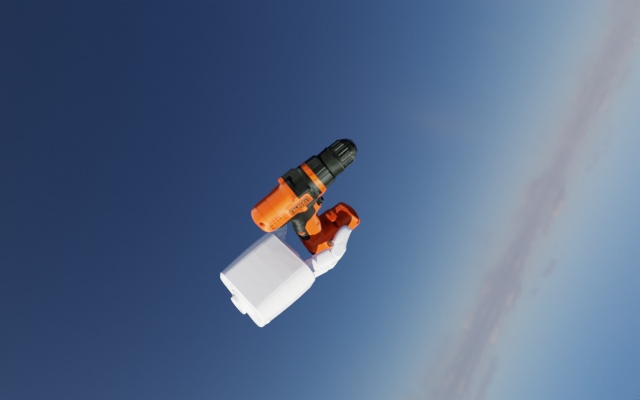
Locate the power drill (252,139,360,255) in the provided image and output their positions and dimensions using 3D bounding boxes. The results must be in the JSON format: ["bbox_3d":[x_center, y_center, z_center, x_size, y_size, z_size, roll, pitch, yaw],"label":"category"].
[{"bbox_3d":[0.000,0.003,0.755,0.184,0.057,0.188,-38,-34,0],"label":"power drill"}]
